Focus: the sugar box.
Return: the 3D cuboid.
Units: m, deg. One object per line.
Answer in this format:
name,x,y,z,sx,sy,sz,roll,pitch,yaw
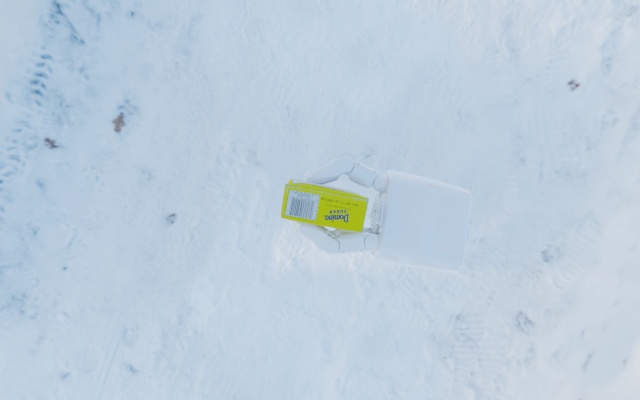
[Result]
sugar box,0.000,0.003,0.600,0.093,0.048,0.176,11,1,-3
